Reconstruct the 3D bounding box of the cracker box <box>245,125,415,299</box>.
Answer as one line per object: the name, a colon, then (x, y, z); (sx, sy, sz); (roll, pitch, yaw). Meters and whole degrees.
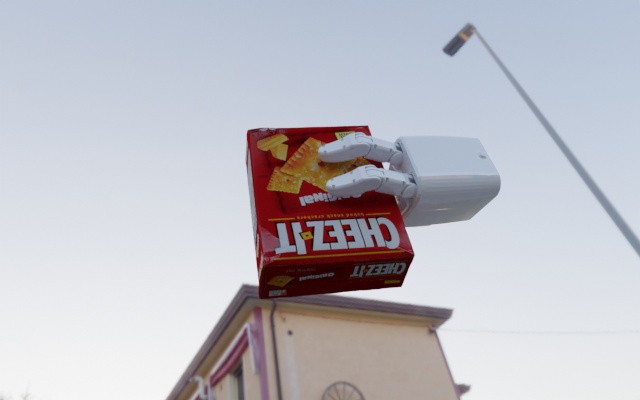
cracker box: (0.000, 0.002, 0.569); (0.164, 0.213, 0.072); (-3, -42, -12)
